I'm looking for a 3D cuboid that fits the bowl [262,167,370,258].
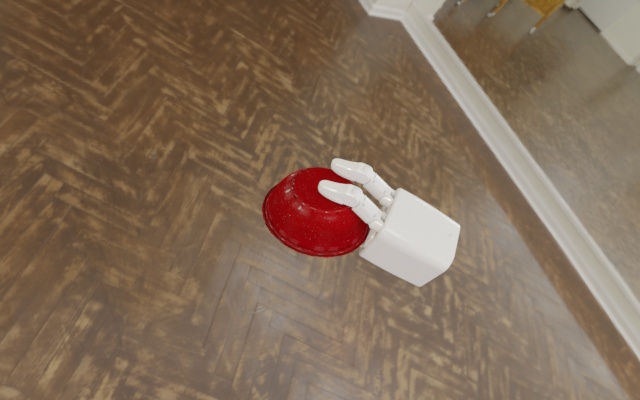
[{"bbox_3d":[-0.001,0.002,0.682,0.162,0.055,0.162,8,43,-8],"label":"bowl"}]
